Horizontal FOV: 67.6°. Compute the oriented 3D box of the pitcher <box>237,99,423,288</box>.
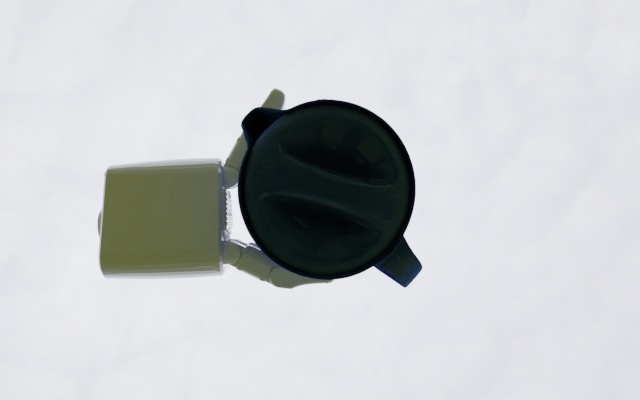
[{"bbox_3d":[0.000,0.001,0.464,0.145,0.149,0.243,-3,-1,-6],"label":"pitcher"}]
